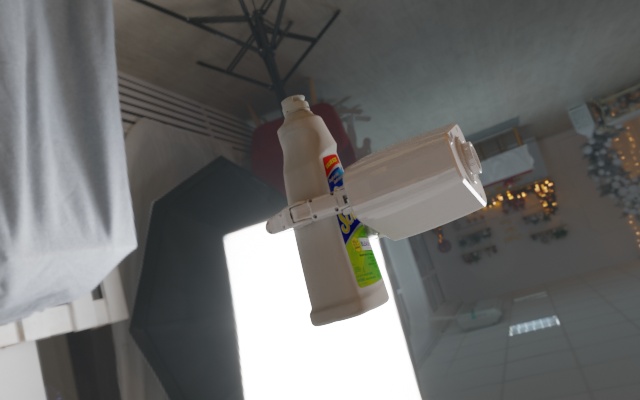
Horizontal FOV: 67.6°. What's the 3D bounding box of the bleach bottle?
[{"bbox_3d":[0.000,0.002,0.525,0.068,0.250,0.102,-22,-11,26],"label":"bleach bottle"}]
